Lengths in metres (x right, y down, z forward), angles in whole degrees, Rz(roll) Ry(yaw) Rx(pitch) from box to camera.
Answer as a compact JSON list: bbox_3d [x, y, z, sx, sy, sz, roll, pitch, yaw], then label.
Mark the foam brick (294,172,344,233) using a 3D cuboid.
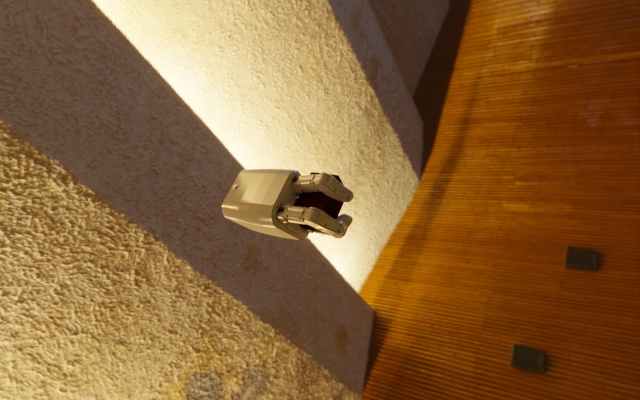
[{"bbox_3d":[0.000,0.002,0.737,0.051,0.078,0.053,9,-33,28],"label":"foam brick"}]
